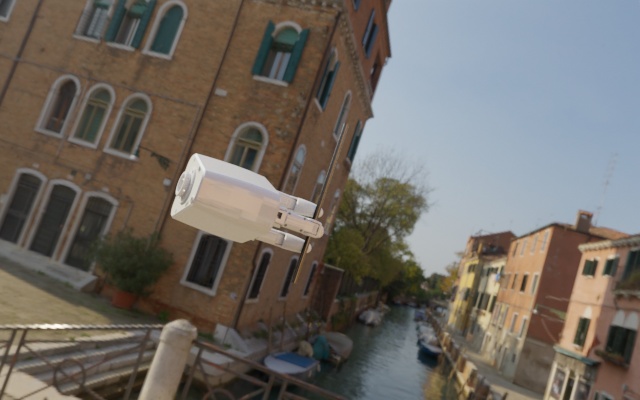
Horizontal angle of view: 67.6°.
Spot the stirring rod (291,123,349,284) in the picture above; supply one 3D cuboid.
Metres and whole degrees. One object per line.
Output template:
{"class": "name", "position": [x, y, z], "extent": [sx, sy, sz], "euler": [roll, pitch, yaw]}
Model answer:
{"class": "stirring rod", "position": [0.000, 0.002, 0.683], "extent": [0.011, 0.239, 0.011], "euler": [18, -6, 2]}
